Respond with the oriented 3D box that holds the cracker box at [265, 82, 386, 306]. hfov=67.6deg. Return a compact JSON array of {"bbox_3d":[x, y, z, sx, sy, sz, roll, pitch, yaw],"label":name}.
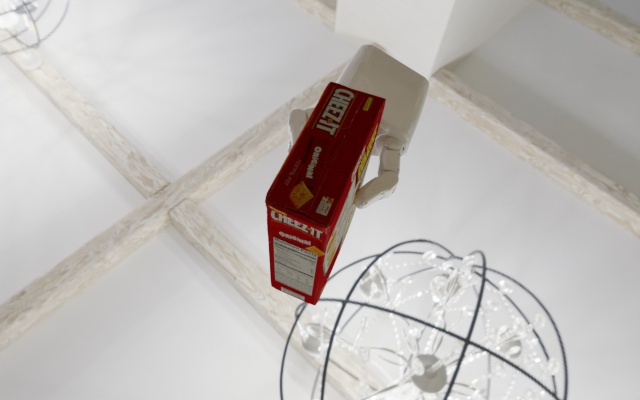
[{"bbox_3d":[0.000,0.002,0.540,0.072,0.164,0.214,20,-30,8],"label":"cracker box"}]
